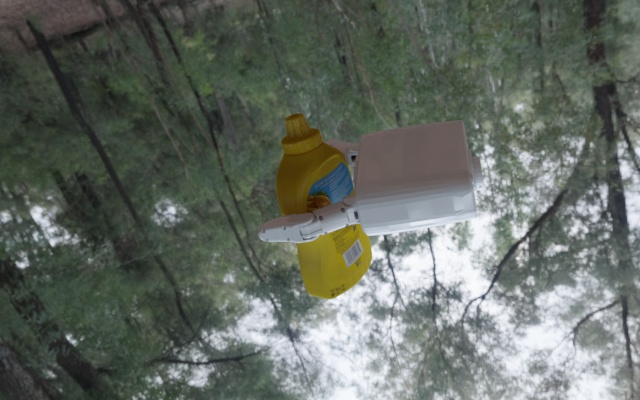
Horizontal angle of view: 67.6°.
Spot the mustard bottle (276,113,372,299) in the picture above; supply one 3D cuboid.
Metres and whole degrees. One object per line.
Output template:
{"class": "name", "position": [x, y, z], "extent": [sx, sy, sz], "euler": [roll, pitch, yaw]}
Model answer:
{"class": "mustard bottle", "position": [0.000, 0.002, 0.504], "extent": [0.058, 0.192, 0.096], "euler": [5, 31, 40]}
